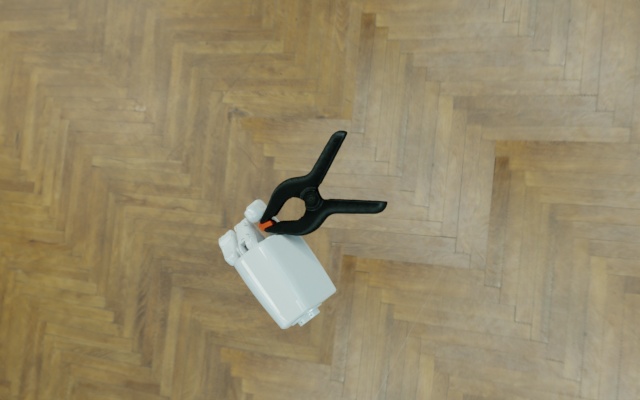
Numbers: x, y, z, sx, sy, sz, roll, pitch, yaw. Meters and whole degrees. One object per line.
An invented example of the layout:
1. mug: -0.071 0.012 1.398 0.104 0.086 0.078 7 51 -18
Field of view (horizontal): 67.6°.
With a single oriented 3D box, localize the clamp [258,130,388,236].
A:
1. clamp: 0.000 0.002 0.638 0.171 0.120 0.039 -39 -9 11
